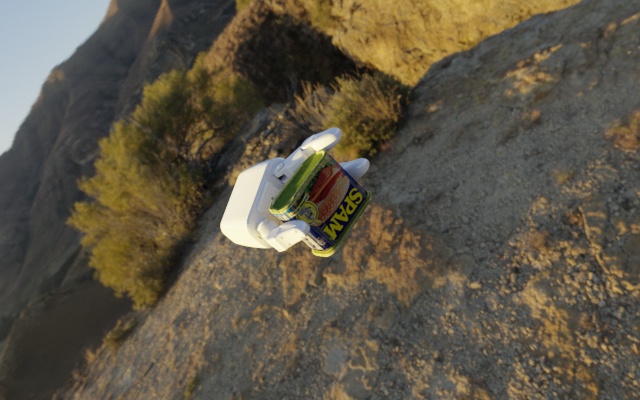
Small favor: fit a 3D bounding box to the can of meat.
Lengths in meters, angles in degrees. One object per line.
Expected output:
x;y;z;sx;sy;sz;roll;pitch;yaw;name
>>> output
0.000;0.002;0.579;0.084;0.102;0.057;44;-20;-22;can of meat
